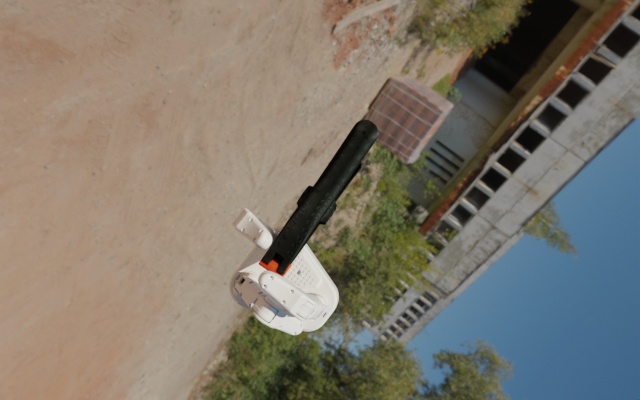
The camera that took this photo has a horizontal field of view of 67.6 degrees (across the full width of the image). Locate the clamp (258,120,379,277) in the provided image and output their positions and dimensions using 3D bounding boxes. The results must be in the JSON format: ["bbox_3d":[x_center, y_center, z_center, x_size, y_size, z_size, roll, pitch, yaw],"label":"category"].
[{"bbox_3d":[0.000,0.002,0.489,0.039,0.171,0.120,37,-3,10],"label":"clamp"}]
